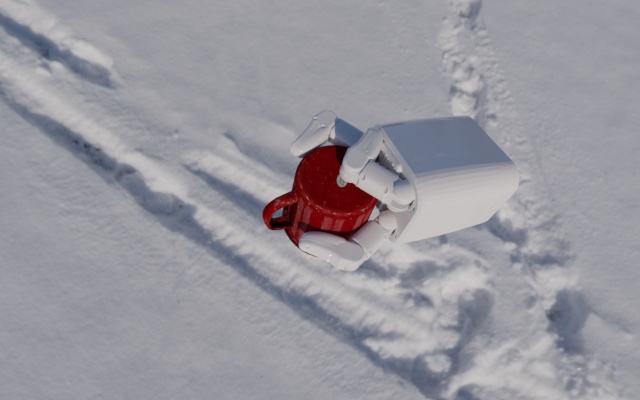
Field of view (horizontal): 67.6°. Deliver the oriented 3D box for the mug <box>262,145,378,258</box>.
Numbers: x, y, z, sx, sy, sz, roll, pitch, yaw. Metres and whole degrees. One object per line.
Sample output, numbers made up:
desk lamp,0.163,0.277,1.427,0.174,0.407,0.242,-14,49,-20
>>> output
mug,-0.001,0.002,0.469,0.117,0.093,0.081,-11,-28,-16
